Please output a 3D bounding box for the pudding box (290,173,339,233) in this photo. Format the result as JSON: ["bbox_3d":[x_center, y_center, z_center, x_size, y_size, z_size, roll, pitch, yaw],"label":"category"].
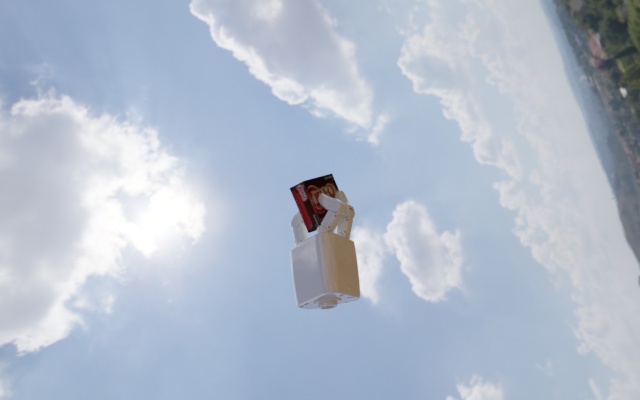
[{"bbox_3d":[0.000,0.003,0.886,0.039,0.090,0.113,-23,-1,29],"label":"pudding box"}]
